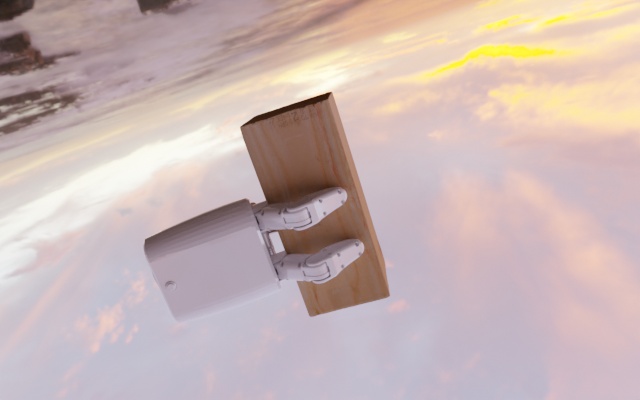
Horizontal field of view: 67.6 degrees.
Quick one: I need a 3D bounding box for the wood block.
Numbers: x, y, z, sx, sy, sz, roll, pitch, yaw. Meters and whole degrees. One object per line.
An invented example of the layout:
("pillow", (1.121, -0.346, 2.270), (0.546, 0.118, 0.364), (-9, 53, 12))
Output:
("wood block", (0.000, 0.002, 0.500), (0.090, 0.206, 0.090), (-16, 16, 8))
